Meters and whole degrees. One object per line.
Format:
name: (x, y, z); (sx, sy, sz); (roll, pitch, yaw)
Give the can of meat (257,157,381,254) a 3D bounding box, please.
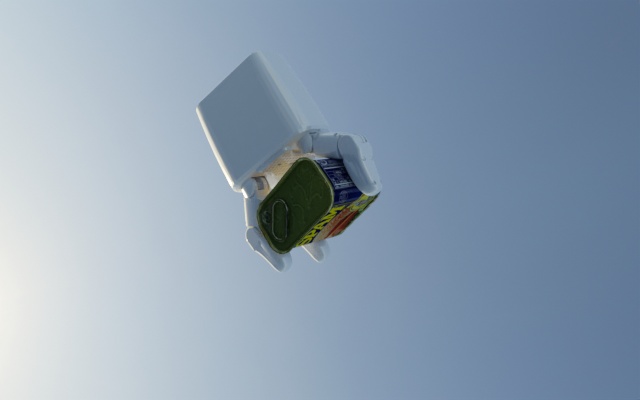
can of meat: (0.000, 0.001, 0.471); (0.084, 0.057, 0.102); (-11, -28, -48)
